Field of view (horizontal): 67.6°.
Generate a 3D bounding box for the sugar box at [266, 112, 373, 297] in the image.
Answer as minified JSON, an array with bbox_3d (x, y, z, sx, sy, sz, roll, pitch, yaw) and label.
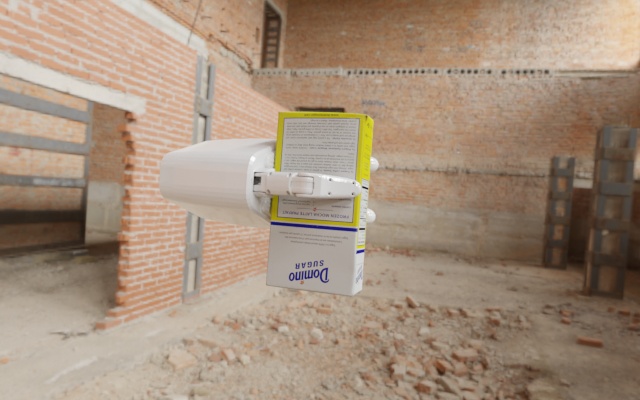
[{"bbox_3d":[0.000,0.001,0.481,0.093,0.176,0.048,5,1,18],"label":"sugar box"}]
